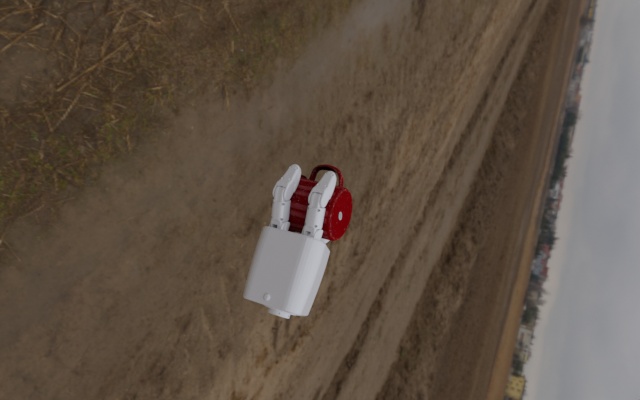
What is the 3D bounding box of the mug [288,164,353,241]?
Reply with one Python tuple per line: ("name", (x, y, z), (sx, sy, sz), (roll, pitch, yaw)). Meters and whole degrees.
("mug", (0.001, 0.001, 0.723), (0.081, 0.117, 0.093), (13, -11, 25))
